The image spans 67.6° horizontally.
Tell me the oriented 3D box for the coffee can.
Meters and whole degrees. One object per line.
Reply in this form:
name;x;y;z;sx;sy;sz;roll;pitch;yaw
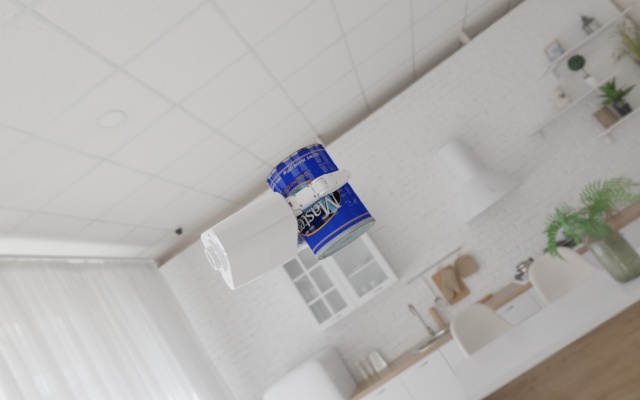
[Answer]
coffee can;0.000;0.002;0.706;0.103;0.140;0.103;-32;-13;-8
